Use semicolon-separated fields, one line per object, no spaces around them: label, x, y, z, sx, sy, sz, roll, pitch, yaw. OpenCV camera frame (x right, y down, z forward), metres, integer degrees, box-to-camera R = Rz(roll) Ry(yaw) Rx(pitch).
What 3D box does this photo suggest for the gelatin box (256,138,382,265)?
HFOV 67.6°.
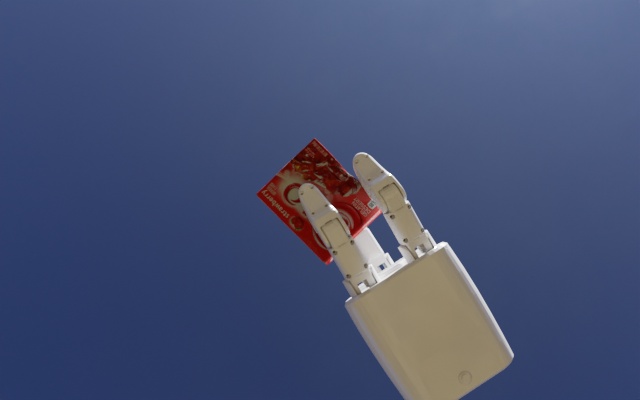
gelatin box;0.000;0.001;0.426;0.089;0.073;0.030;45;-3;10
